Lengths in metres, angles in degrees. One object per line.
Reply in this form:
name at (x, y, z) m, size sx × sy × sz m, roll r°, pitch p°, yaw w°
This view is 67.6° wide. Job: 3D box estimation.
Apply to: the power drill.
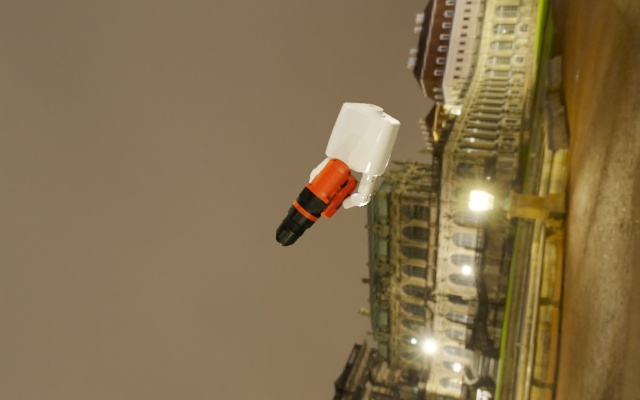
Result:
power drill at (0.000, 0.003, 0.898) m, size 0.057 × 0.184 × 0.187 m, roll 41°, pitch 11°, yaw 6°
